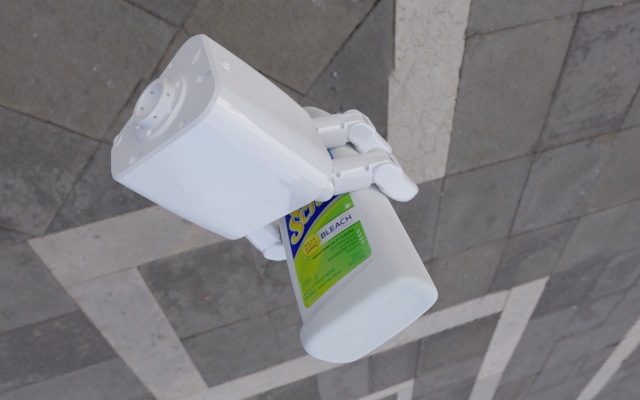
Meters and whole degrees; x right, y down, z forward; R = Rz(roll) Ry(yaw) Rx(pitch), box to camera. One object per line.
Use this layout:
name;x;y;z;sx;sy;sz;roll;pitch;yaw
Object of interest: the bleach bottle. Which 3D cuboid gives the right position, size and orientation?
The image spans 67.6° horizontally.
bleach bottle;0.000;0.001;0.413;0.102;0.250;0.068;-41;-45;17
